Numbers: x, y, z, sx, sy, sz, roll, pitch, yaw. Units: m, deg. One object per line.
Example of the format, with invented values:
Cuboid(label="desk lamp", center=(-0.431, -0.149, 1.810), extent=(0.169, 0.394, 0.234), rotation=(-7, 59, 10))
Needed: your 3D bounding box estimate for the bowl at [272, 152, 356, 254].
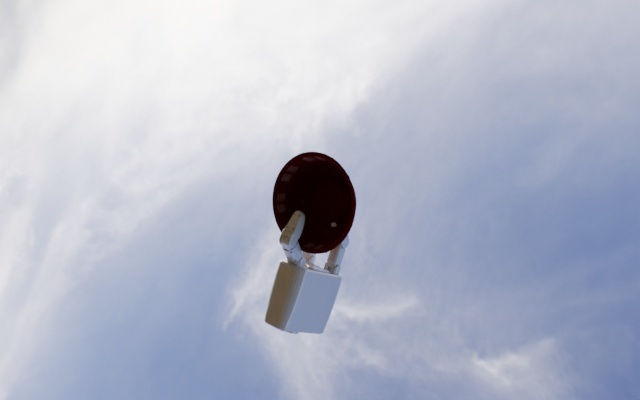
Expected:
Cuboid(label="bowl", center=(0.001, 0.001, 0.770), extent=(0.162, 0.162, 0.055), rotation=(0, 4, 35))
